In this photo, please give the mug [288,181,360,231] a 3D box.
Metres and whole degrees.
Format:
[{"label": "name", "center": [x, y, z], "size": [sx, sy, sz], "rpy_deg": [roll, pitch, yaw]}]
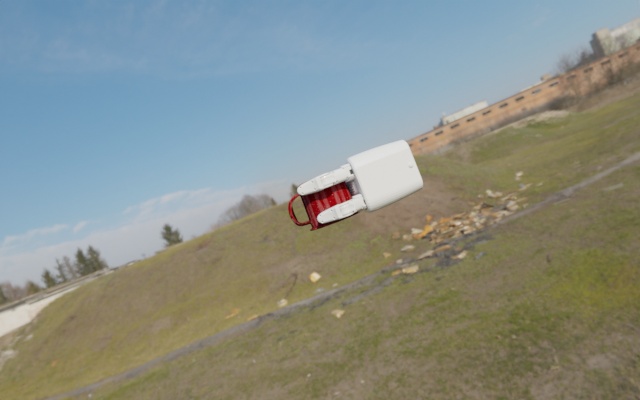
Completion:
[{"label": "mug", "center": [-0.001, 0.003, 0.823], "size": [0.117, 0.081, 0.093], "rpy_deg": [-21, 0, -11]}]
